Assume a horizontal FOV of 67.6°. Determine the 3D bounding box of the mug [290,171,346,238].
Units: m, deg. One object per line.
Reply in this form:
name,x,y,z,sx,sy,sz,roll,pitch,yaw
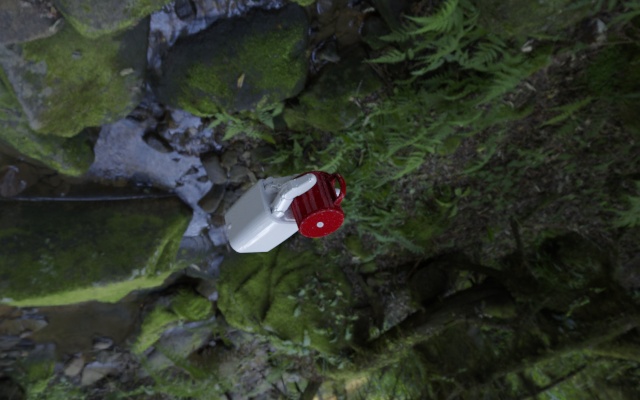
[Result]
mug,0.001,0.002,0.811,0.117,0.081,0.093,-40,-39,27
